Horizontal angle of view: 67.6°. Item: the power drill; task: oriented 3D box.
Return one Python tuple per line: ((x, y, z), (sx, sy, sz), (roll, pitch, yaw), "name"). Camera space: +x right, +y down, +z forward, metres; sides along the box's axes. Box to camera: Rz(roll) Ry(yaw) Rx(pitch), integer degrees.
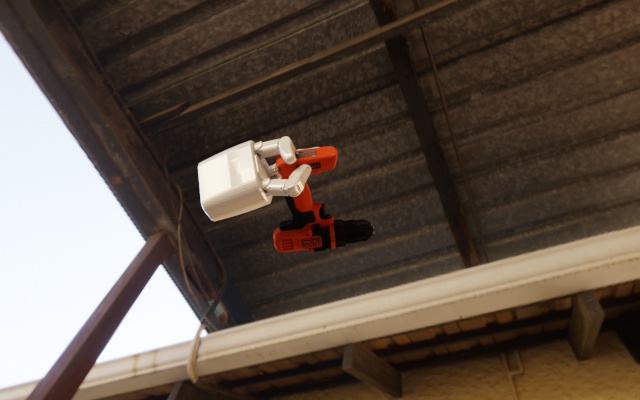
((0.000, 0.002, 0.842), (0.184, 0.188, 0.057), (-8, 24, -3), "power drill")
